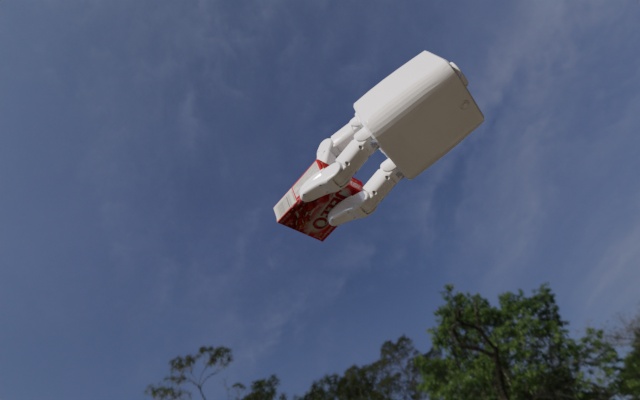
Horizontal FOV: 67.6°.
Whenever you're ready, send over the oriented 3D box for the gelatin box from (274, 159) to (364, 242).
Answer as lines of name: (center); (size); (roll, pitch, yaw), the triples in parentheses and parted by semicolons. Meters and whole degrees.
gelatin box: (0.000, 0.002, 0.568); (0.073, 0.089, 0.030); (26, 29, -35)
